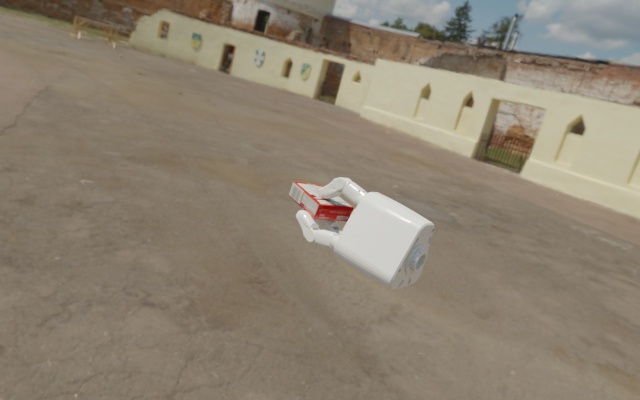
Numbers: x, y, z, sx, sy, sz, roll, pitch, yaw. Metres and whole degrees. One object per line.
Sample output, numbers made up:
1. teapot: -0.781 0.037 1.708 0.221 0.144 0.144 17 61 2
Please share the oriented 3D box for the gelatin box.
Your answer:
1. gelatin box: 0.000 0.002 0.803 0.073 0.030 0.089 6 23 -39
